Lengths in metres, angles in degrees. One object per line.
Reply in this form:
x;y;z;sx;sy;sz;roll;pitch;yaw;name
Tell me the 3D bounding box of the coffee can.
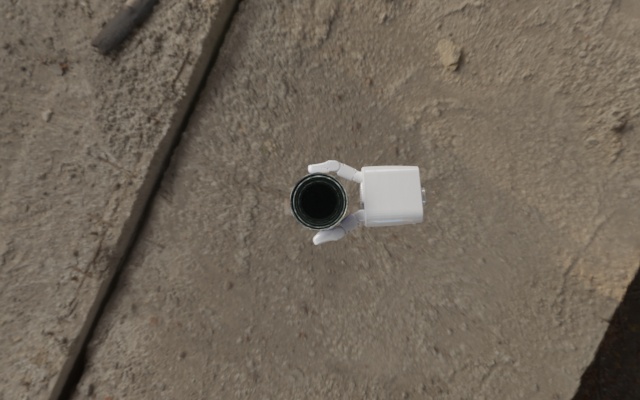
0.000;0.003;0.895;0.103;0.103;0.140;0;-1;2;coffee can
